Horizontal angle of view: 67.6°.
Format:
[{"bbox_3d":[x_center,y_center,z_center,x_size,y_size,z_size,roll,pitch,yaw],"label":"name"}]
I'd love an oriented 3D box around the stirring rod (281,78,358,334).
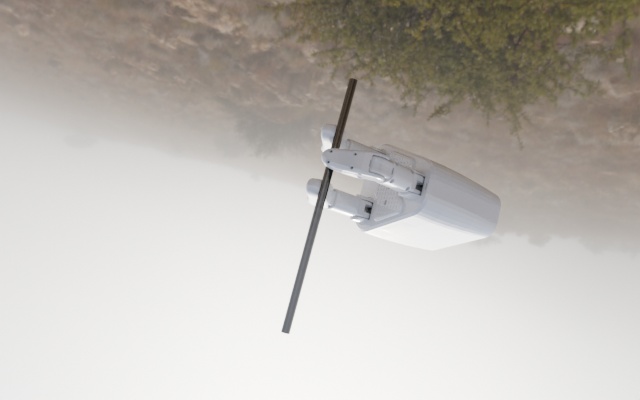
[{"bbox_3d":[0.000,0.001,0.436,0.011,0.239,0.011,15,-7,2],"label":"stirring rod"}]
